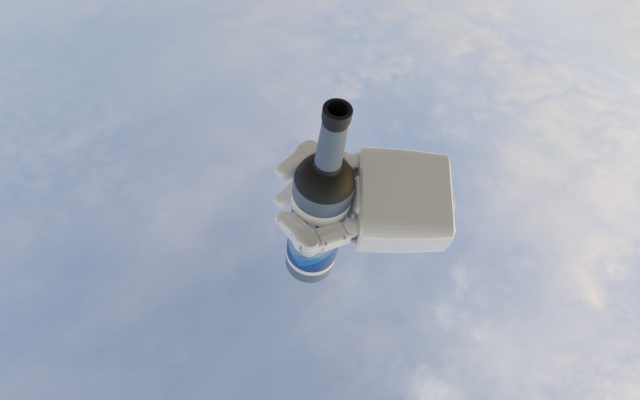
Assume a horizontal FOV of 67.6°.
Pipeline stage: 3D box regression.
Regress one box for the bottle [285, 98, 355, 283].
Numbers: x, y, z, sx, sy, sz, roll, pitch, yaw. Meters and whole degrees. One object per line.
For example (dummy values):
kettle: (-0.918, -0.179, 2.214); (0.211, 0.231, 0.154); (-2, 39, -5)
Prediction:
bottle: (0.000, 0.002, 0.538); (0.069, 0.069, 0.296); (0, -34, -7)
